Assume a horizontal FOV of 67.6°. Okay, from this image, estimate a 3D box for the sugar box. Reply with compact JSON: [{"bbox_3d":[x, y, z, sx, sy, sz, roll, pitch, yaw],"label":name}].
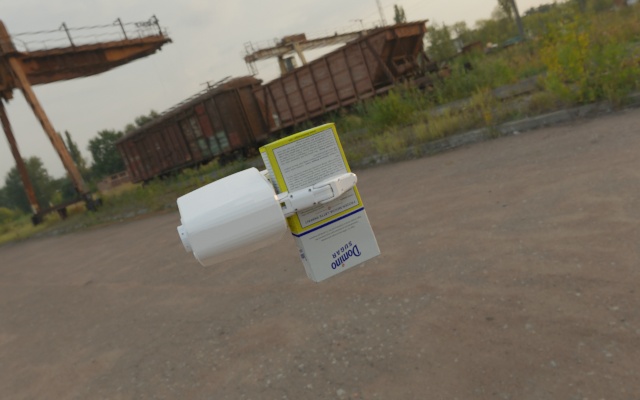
[{"bbox_3d":[0.000,0.002,0.589,0.093,0.176,0.048,-22,10,-15],"label":"sugar box"}]
